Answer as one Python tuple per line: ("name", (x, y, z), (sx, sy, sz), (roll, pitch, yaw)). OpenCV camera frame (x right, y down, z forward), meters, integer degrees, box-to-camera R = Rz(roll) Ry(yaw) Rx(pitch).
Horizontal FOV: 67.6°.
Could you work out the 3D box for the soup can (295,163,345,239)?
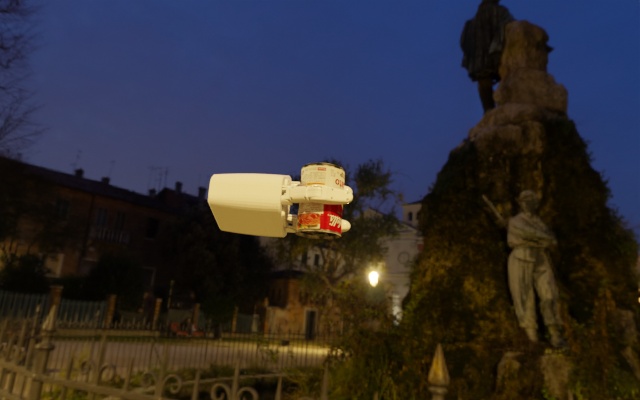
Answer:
("soup can", (0.001, 0.002, 0.712), (0.068, 0.102, 0.068), (4, -14, 1))
